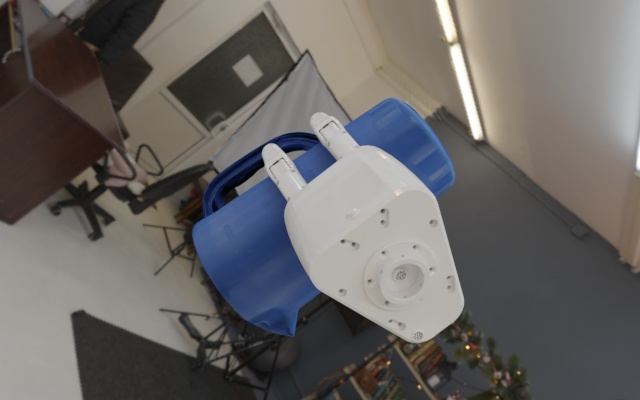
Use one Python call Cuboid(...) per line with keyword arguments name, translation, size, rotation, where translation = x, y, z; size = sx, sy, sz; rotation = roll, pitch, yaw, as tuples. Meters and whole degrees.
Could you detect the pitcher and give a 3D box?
Cuboid(name="pitcher", translation=(0.000, 0.002, 0.480), size=(0.243, 0.149, 0.145), rotation=(-37, 19, 2))
